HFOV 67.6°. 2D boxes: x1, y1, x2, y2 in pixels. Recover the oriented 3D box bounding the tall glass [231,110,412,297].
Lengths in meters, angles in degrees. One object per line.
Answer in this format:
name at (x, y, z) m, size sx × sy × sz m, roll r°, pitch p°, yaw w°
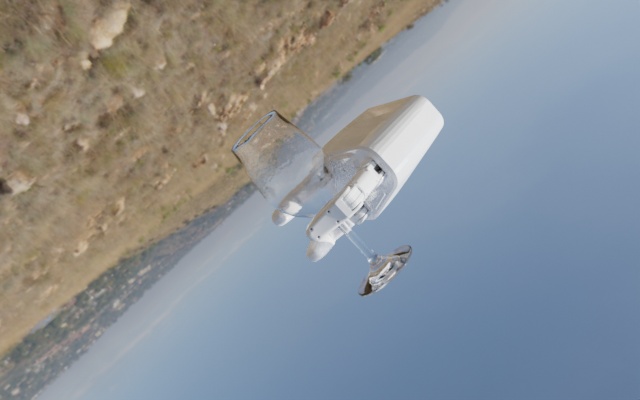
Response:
tall glass at (0.000, 0.002, 0.490) m, size 0.079 × 0.201 × 0.079 m, roll -43°, pitch 6°, yaw 5°
